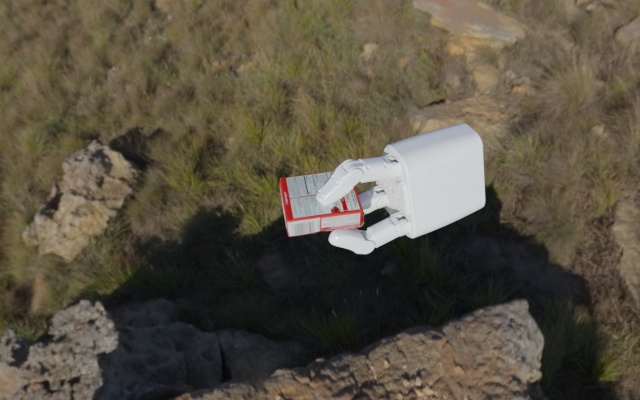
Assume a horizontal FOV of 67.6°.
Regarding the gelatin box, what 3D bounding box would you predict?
[{"bbox_3d":[0.000,0.002,0.561,0.089,0.073,0.030,-8,-44,-6],"label":"gelatin box"}]
